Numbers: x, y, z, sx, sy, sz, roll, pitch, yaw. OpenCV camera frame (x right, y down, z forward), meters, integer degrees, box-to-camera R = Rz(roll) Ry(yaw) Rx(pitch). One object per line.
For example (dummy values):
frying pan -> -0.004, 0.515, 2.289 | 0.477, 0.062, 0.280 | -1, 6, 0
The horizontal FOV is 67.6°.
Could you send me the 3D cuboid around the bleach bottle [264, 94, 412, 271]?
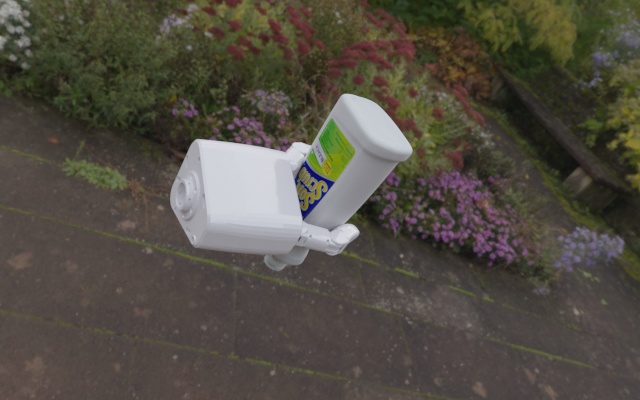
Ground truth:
bleach bottle -> 0.000, 0.002, 0.576 | 0.068, 0.251, 0.102 | 7, 40, -36
